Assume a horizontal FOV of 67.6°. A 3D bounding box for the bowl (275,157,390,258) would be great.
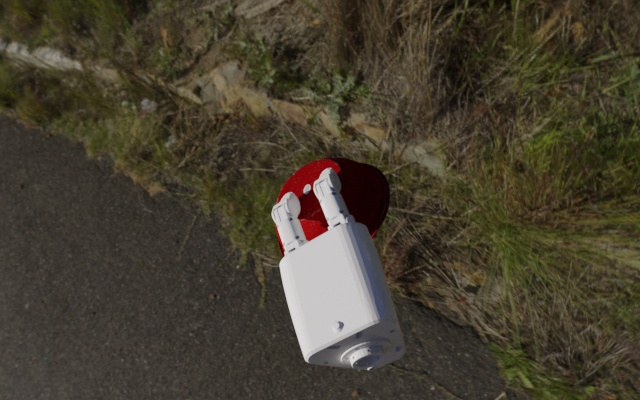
[{"bbox_3d":[-0.001,0.001,0.578,0.162,0.162,0.055,0,-36,41],"label":"bowl"}]
